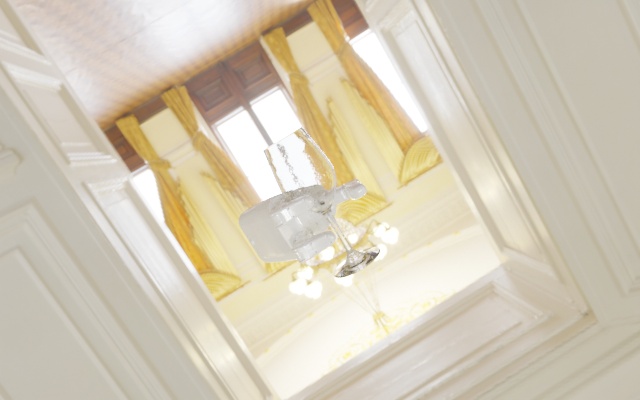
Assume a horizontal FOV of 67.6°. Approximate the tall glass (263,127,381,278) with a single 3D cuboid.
[{"bbox_3d":[0.001,0.003,0.649,0.079,0.201,0.079,-30,9,5],"label":"tall glass"}]
